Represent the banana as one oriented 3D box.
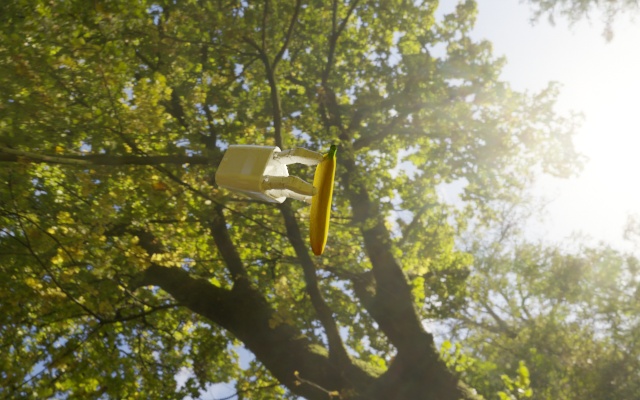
[{"bbox_3d":[0.001,0.000,0.870,0.037,0.198,0.069,6,-3,3],"label":"banana"}]
